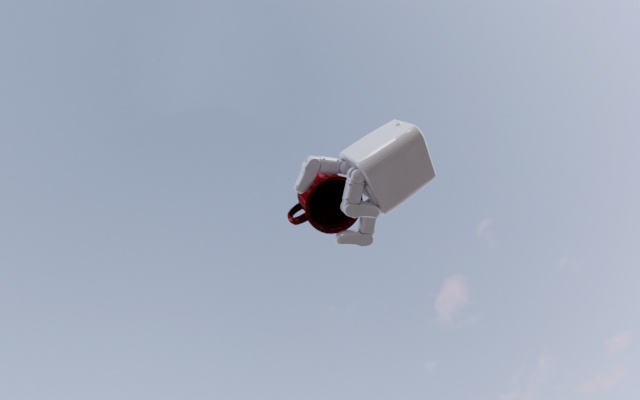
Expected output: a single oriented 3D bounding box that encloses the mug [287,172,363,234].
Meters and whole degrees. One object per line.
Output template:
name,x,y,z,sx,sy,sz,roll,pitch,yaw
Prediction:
mug,-0.001,0.003,0.762,0.117,0.093,0.081,-31,23,-6
